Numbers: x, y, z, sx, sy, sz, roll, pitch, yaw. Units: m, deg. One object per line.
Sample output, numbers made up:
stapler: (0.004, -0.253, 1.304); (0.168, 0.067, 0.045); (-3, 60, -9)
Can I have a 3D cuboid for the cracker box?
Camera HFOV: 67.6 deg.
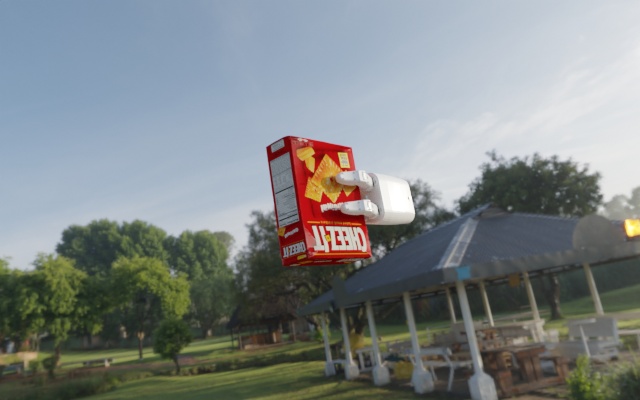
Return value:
cracker box: (0.000, 0.003, 0.839); (0.164, 0.213, 0.072); (5, -21, -45)
